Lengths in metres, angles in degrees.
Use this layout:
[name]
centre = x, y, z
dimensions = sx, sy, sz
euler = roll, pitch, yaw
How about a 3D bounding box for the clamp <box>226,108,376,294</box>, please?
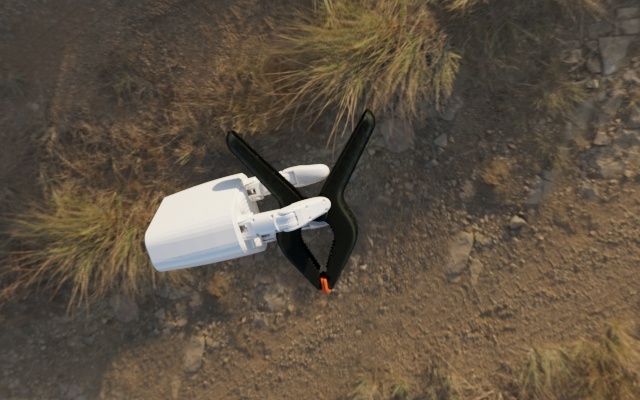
[clamp]
centre = 0.000, 0.003, 0.541
dimensions = 0.164, 0.210, 0.036
euler = -15, 13, 7
